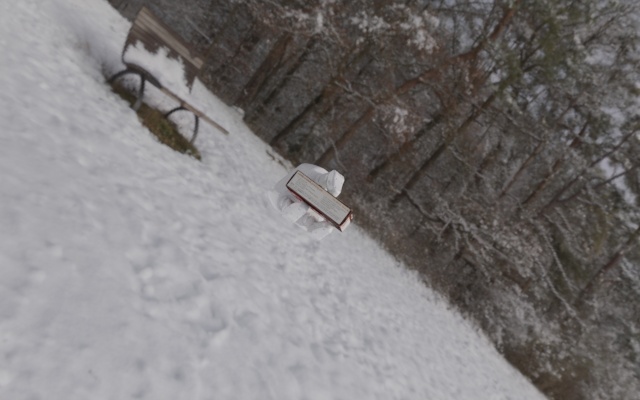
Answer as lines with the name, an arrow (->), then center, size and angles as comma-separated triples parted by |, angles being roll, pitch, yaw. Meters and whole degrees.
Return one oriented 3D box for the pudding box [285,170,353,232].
pudding box -> 0.000, 0.002, 0.789 | 0.113, 0.039, 0.090 | 35, -4, 9
